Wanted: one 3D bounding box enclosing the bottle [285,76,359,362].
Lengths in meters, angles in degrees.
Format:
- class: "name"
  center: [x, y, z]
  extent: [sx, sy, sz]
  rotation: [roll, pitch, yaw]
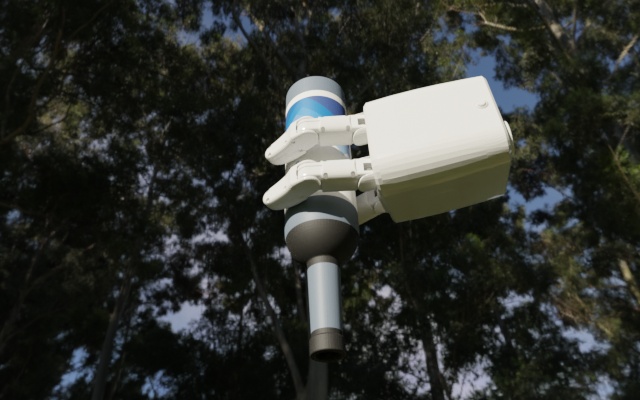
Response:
- class: "bottle"
  center: [0.000, 0.001, 0.447]
  extent: [0.069, 0.295, 0.069]
  rotation: [-2, -39, -1]
